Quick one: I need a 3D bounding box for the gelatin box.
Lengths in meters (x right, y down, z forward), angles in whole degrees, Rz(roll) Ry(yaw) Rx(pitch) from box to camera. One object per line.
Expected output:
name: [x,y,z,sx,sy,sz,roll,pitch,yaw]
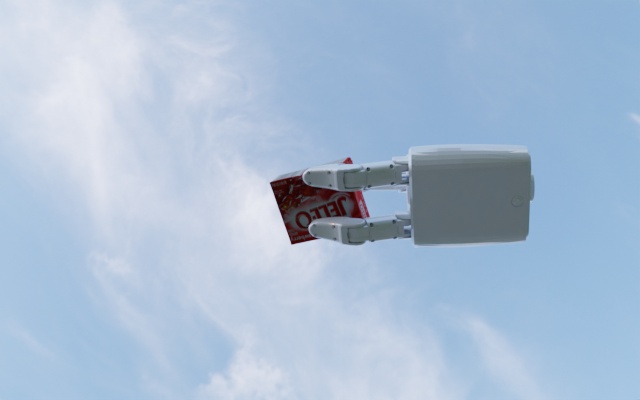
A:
gelatin box: [0.000,0.002,0.499,0.089,0.073,0.030,-13,14,23]
